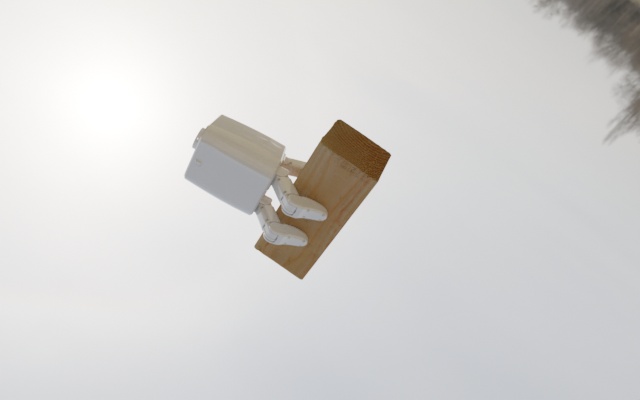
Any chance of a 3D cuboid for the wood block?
[{"bbox_3d":[0.000,0.002,0.673,0.090,0.206,0.090,34,35,-1],"label":"wood block"}]
